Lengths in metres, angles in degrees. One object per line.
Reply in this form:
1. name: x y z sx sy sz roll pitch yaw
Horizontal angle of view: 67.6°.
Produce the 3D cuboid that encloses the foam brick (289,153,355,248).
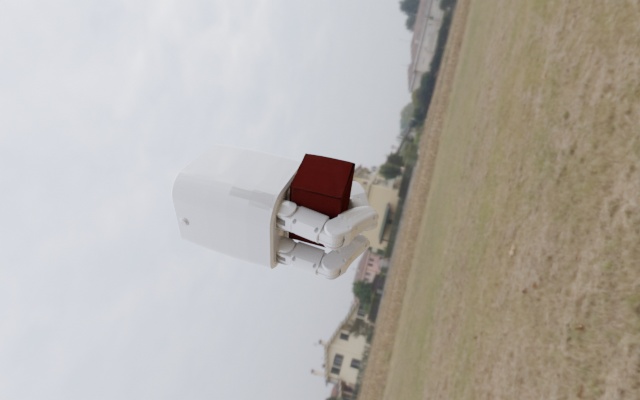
1. foam brick: 0.000 0.001 0.473 0.051 0.078 0.053 15 47 9
